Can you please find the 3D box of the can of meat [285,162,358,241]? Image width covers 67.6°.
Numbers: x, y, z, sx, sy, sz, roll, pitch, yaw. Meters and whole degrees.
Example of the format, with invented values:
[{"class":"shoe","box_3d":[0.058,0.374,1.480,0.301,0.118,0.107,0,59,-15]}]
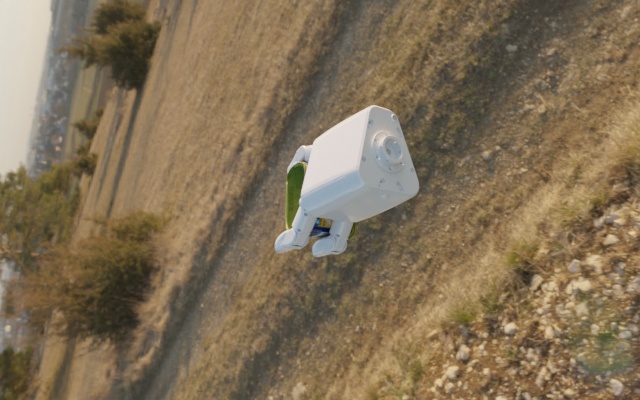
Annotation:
[{"class":"can of meat","box_3d":[0.000,0.002,0.653,0.084,0.102,0.057,9,-17,-34]}]
